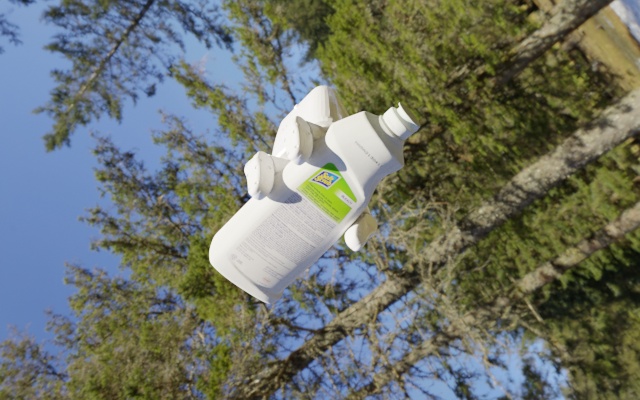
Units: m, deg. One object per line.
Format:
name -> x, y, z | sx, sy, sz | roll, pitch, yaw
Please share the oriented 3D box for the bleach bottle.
bleach bottle -> 0.000, 0.002, 0.485 | 0.102, 0.251, 0.068 | 39, 26, -23
